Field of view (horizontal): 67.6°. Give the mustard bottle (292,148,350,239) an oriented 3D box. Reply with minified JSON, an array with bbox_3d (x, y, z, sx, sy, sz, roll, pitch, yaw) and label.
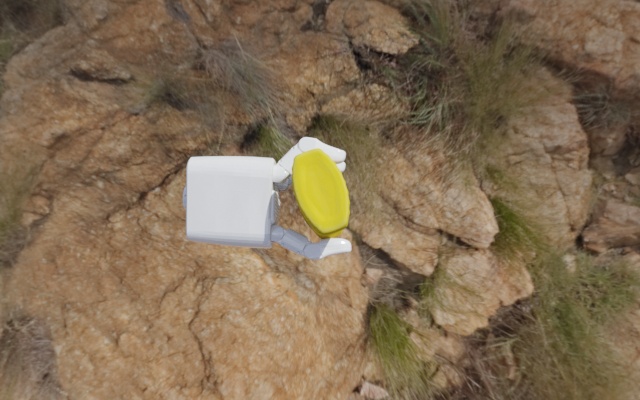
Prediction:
[{"bbox_3d":[0.000,0.002,0.611,0.058,0.096,0.191,-21,-8,-3],"label":"mustard bottle"}]
